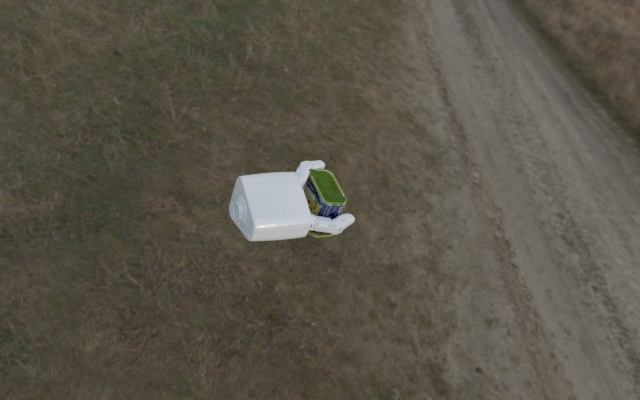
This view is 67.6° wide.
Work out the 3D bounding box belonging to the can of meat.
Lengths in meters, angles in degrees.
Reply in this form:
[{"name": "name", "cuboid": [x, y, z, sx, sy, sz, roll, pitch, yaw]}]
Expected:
[{"name": "can of meat", "cuboid": [0.000, 0.003, 0.888, 0.057, 0.084, 0.102, -1, 44, -28]}]
